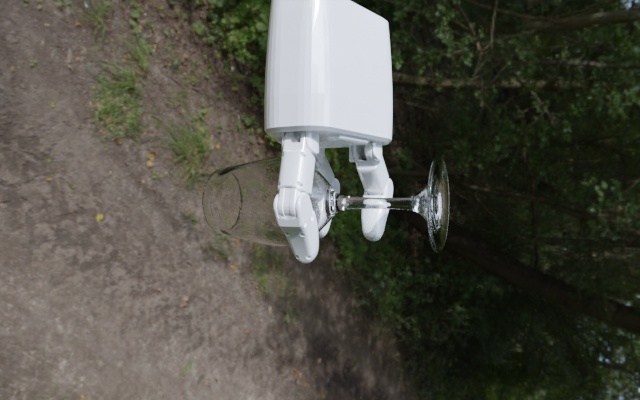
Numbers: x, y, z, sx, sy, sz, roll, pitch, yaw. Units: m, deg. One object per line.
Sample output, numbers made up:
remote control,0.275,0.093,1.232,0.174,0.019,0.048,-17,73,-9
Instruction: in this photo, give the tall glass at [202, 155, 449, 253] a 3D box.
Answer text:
tall glass,0.001,0.001,0.402,0.201,0.079,0.079,0,0,25
